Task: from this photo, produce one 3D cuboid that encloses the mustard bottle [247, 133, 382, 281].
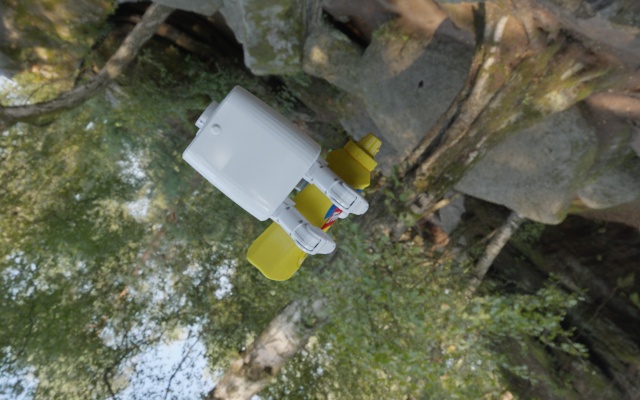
[{"bbox_3d":[0.000,0.002,0.542,0.058,0.191,0.096,41,7,11],"label":"mustard bottle"}]
